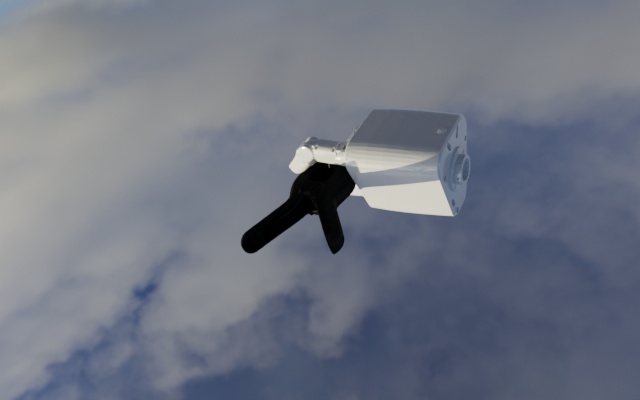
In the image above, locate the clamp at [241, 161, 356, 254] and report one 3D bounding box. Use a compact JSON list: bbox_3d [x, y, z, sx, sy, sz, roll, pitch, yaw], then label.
[{"bbox_3d":[0.000,0.002,0.534,0.120,0.039,0.171,9,46,32],"label":"clamp"}]
